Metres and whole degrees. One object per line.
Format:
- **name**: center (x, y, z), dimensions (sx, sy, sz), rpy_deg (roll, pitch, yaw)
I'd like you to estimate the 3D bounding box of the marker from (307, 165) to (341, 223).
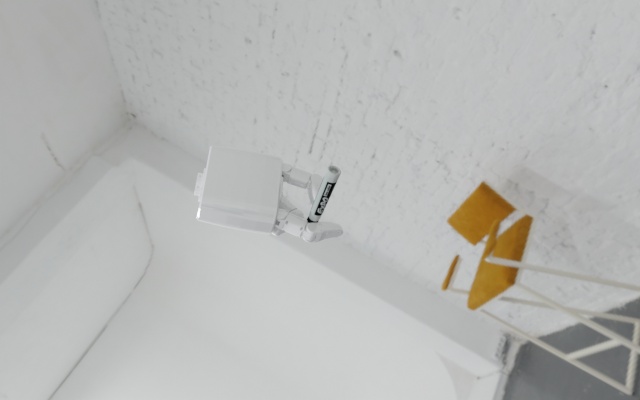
- **marker**: center (0.000, 0.002, 0.658), dimensions (0.020, 0.020, 0.121), rpy_deg (0, -44, -24)
